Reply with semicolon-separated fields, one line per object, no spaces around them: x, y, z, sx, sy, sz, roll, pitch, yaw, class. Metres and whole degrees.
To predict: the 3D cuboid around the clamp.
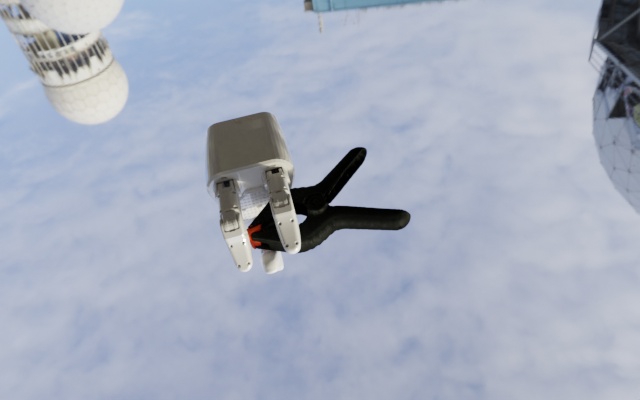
0.000;0.002;0.527;0.171;0.120;0.039;-14;-44;-3;clamp
